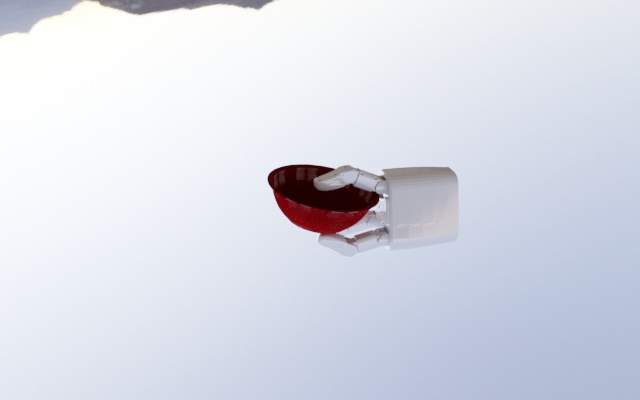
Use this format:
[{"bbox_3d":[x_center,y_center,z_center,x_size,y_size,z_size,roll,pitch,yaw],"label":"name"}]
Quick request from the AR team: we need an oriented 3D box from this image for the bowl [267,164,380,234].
[{"bbox_3d":[-0.001,0.002,0.686,0.162,0.055,0.162,10,24,-4],"label":"bowl"}]
